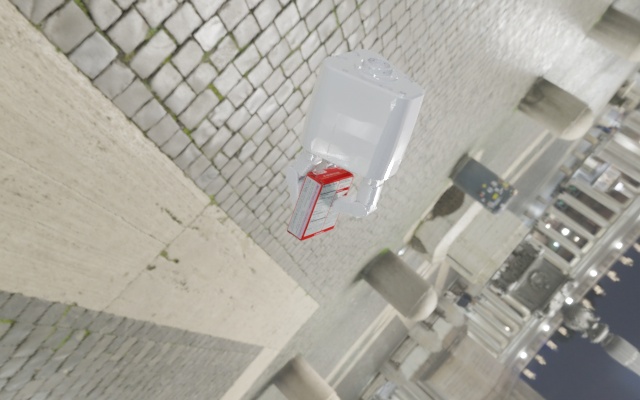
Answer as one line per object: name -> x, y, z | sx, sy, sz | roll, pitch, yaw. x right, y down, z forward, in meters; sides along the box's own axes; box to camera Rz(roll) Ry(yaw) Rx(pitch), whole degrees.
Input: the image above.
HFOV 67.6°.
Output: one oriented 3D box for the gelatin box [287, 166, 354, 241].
gelatin box -> 0.000, 0.003, 0.617 | 0.030, 0.089, 0.073 | 33, 28, 26
